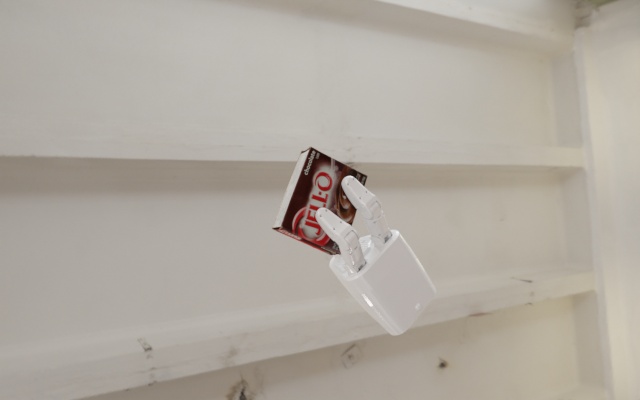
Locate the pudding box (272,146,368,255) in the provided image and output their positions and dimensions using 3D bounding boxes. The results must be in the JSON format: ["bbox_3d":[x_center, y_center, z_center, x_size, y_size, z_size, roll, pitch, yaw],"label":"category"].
[{"bbox_3d":[0.000,0.002,0.607,0.090,0.113,0.039,25,-18,-23],"label":"pudding box"}]
